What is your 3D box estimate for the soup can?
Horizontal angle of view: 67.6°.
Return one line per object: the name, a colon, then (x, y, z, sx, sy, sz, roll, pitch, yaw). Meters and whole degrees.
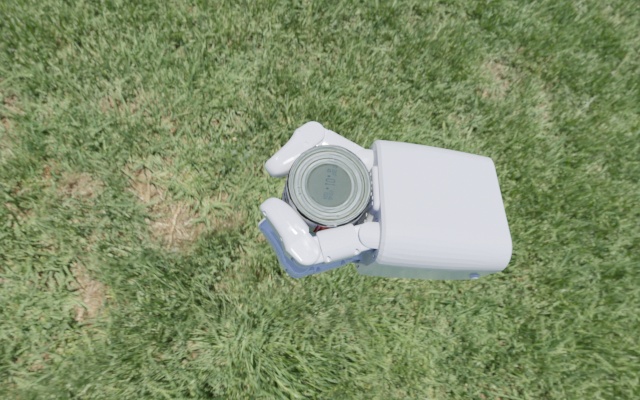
soup can: (0.000, 0.001, 0.410, 0.068, 0.068, 0.102, 0, -16, -9)
